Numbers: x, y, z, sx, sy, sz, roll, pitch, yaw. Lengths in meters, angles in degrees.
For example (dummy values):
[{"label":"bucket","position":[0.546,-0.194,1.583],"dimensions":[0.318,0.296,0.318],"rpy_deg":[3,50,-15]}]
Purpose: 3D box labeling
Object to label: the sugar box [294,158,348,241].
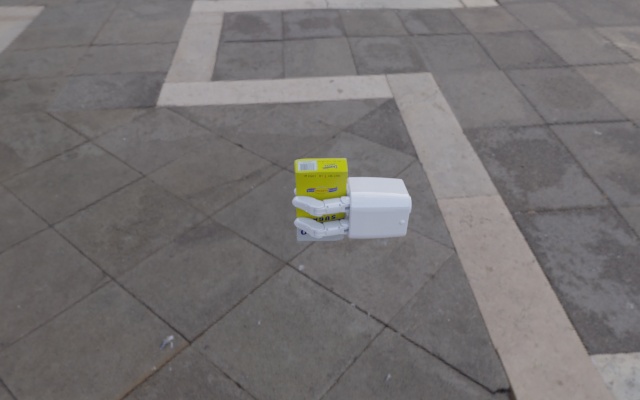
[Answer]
[{"label":"sugar box","position":[0.000,0.003,0.887],"dimensions":[0.093,0.176,0.048],"rpy_deg":[-1,41,-1]}]
